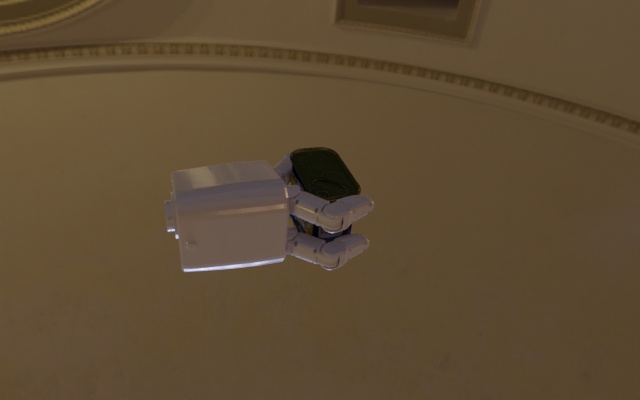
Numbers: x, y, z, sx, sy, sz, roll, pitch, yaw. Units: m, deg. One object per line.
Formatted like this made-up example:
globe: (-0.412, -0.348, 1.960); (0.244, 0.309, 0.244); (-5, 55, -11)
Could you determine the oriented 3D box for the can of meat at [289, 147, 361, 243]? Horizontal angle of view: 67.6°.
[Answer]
can of meat: (0.000, 0.002, 0.540); (0.057, 0.084, 0.102); (-8, 38, -19)
